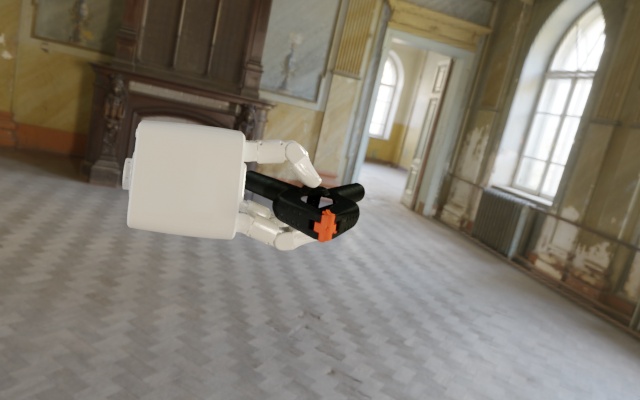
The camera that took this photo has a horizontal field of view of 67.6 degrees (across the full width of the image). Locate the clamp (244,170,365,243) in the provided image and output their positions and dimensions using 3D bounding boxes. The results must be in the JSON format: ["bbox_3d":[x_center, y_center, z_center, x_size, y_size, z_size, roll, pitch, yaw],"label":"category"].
[{"bbox_3d":[0.000,0.001,0.551,0.164,0.036,0.210,3,13,-16],"label":"clamp"}]
